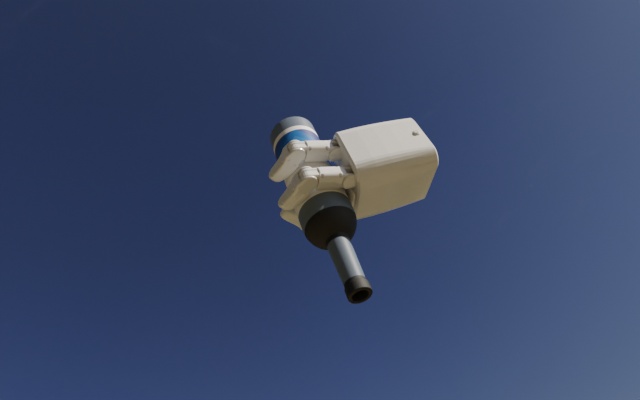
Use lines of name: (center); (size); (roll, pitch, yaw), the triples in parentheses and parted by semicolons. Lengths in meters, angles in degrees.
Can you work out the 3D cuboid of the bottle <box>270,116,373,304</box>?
bottle: (0.000, 0.002, 0.595); (0.069, 0.069, 0.295); (0, 41, -22)
